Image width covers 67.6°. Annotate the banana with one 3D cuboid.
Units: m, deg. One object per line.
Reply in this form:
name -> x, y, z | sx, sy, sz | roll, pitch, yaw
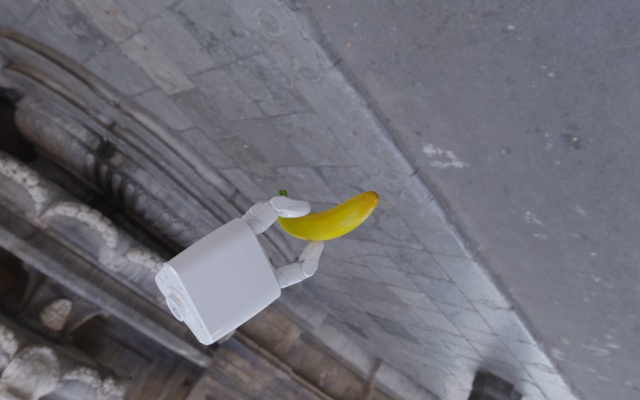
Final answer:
banana -> -0.002, 0.021, 0.643 | 0.037, 0.069, 0.198 | -2, 3, -43
